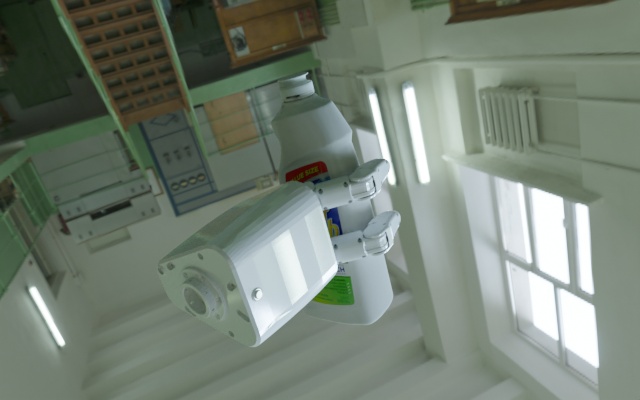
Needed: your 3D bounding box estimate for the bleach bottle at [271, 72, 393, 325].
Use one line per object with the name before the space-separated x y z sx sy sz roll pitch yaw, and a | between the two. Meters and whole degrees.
bleach bottle | 0.000 0.002 0.476 0.102 0.251 0.068 1 26 37
